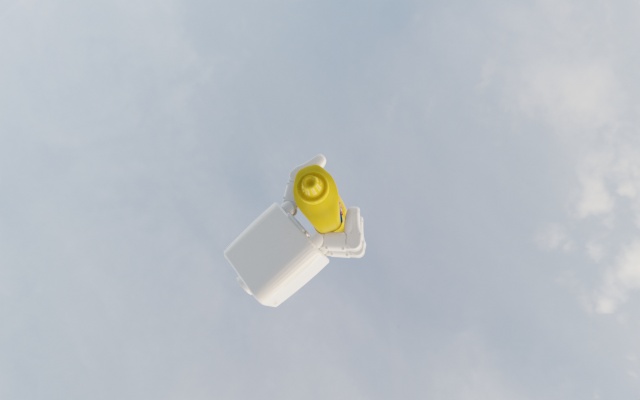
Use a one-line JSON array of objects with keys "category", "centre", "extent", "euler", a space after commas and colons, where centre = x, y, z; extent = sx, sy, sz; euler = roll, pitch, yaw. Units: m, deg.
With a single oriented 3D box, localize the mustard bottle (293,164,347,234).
[{"category": "mustard bottle", "centre": [0.000, 0.002, 0.667], "extent": [0.058, 0.096, 0.192], "euler": [-19, -17, 4]}]
